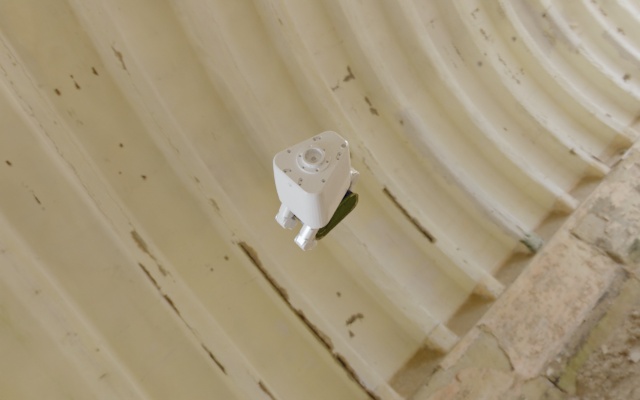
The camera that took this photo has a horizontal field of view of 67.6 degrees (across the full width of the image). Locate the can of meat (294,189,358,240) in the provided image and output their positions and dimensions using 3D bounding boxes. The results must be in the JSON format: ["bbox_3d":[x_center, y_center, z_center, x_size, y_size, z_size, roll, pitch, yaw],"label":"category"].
[{"bbox_3d":[0.000,0.002,0.820,0.084,0.102,0.057,42,-15,21],"label":"can of meat"}]
